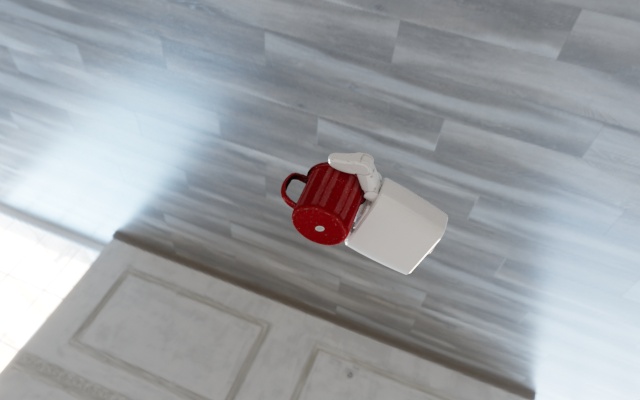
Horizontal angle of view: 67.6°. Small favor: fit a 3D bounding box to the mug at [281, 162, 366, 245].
[{"bbox_3d":[-0.001,0.002,0.662,0.117,0.081,0.093,28,-38,-4],"label":"mug"}]
